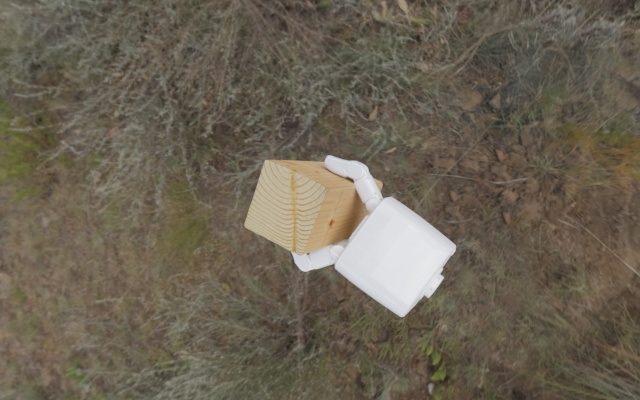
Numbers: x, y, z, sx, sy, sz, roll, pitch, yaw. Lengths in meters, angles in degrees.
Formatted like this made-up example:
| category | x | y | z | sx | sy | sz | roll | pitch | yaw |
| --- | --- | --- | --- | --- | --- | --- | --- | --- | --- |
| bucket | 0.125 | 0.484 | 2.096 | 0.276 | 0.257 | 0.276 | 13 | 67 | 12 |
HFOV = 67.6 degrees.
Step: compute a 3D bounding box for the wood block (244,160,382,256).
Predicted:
| category | x | y | z | sx | sy | sz | roll | pitch | yaw |
| --- | --- | --- | --- | --- | --- | --- | --- | --- | --- |
| wood block | 0.000 | 0.002 | 0.653 | 0.090 | 0.091 | 0.206 | 25 | 13 | 22 |
